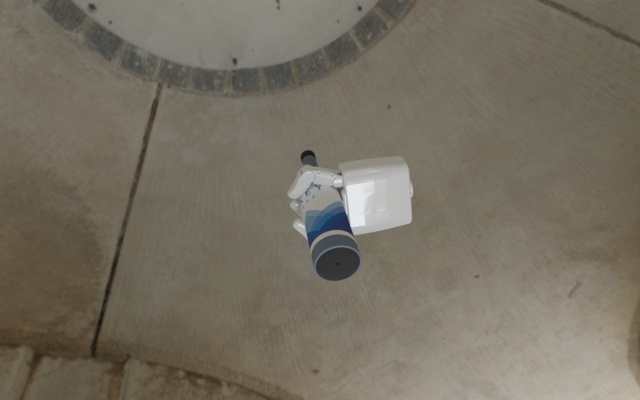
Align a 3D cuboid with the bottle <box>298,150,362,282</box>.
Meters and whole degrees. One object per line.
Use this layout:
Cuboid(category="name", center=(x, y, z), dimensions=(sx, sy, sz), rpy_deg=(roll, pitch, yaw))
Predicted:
Cuboid(category="bottle", center=(0.000, 0.003, 0.767), dimensions=(0.069, 0.069, 0.295), rpy_deg=(0, 35, -11))
